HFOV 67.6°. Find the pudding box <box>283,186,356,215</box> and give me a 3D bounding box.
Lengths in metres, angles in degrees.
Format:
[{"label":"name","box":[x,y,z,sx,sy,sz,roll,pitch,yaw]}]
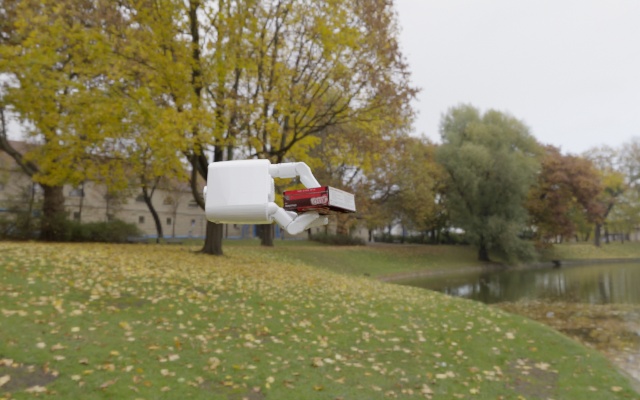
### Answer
[{"label":"pudding box","box":[0.000,0.003,0.836,0.090,0.039,0.113,-5,-7,28]}]
